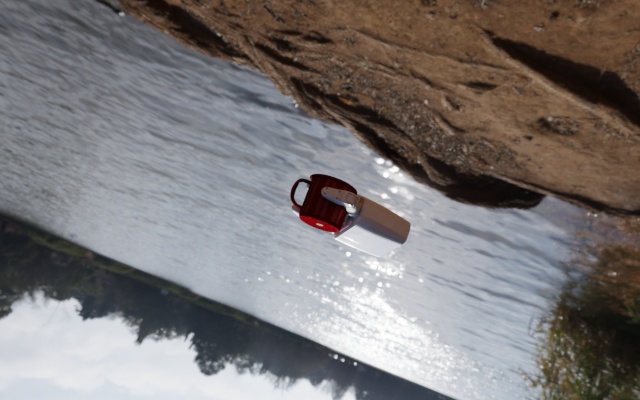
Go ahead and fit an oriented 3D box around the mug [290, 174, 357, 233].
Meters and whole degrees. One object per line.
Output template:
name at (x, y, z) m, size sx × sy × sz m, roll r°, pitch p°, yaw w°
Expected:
mug at (-0.001, 0.002, 0.866) m, size 0.117 × 0.081 × 0.093 m, roll 25°, pitch -15°, yaw -16°
